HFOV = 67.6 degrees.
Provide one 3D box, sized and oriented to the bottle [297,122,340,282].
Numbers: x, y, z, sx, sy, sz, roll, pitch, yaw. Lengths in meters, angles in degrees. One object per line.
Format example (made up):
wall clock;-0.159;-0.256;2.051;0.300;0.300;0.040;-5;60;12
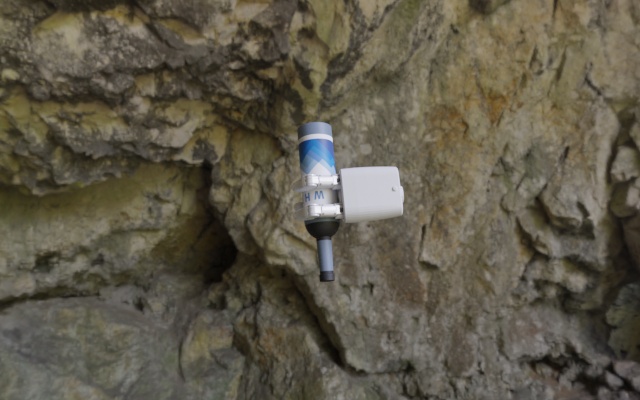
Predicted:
bottle;0.000;0.003;0.893;0.069;0.295;0.069;-5;-14;-1
